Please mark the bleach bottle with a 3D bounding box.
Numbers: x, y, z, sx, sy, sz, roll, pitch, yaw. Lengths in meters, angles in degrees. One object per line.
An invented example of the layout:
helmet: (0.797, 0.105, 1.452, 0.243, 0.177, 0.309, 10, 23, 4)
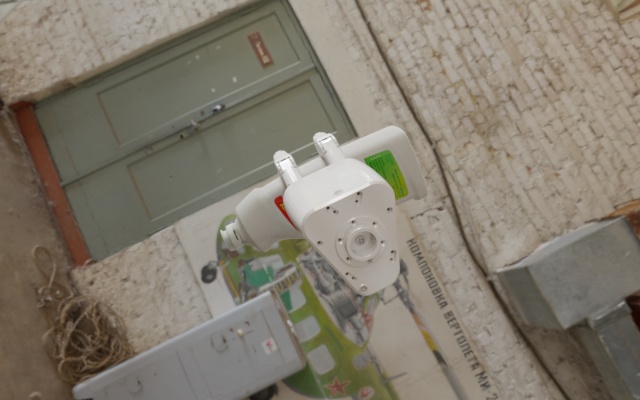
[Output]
bleach bottle: (0.000, 0.002, 0.594, 0.251, 0.102, 0.068, -26, 18, -4)
